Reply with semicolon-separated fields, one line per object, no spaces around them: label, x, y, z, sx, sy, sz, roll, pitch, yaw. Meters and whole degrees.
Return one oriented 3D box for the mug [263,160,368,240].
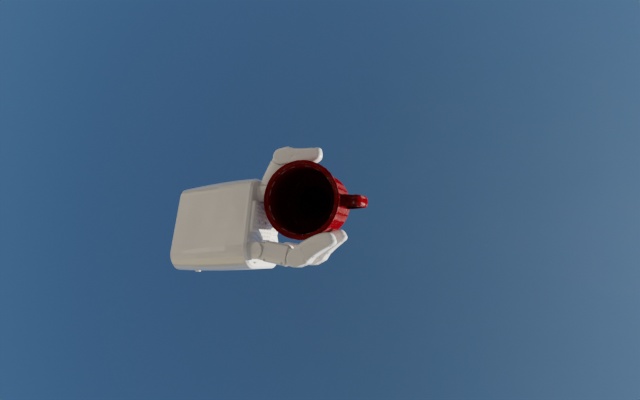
mug;0.002;0.002;0.584;0.117;0.093;0.081;-4;-6;17
